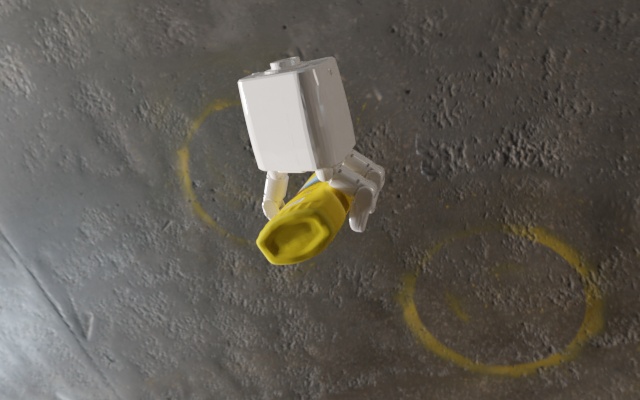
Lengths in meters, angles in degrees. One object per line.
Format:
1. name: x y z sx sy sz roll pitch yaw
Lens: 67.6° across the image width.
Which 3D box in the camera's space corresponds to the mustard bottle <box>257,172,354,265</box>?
1. mustard bottle: 0.000 0.002 0.577 0.096 0.058 0.191 -31 11 28
